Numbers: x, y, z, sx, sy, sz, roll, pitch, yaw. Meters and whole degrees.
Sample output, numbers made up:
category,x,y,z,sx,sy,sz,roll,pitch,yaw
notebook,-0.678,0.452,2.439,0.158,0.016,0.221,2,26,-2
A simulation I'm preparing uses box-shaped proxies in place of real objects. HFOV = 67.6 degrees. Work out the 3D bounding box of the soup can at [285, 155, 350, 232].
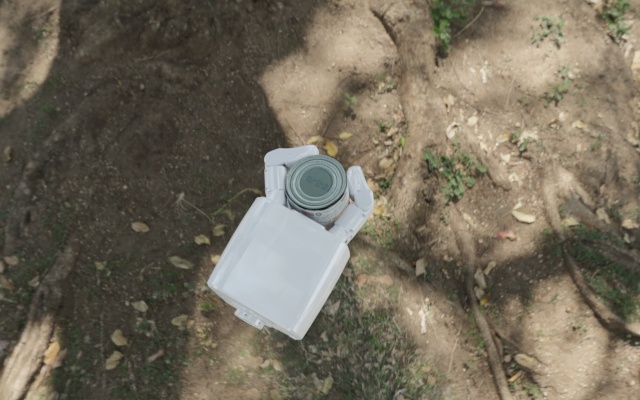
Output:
category,x,y,z,sx,sy,sz,roll,pitch,yaw
soup can,0.000,0.001,0.542,0.068,0.068,0.102,0,-26,7
